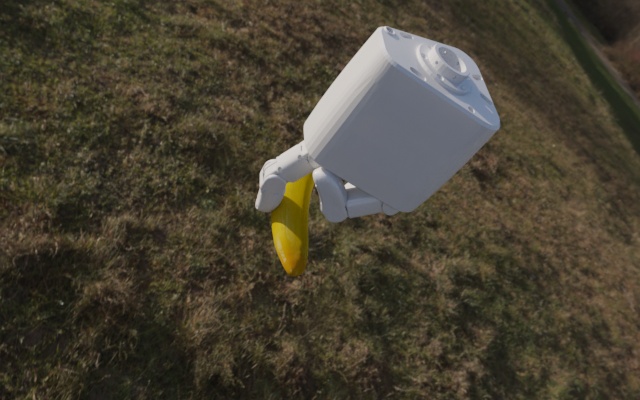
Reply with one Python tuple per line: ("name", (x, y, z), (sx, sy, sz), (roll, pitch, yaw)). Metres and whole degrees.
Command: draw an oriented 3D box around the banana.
("banana", (-0.014, -0.011, 0.492), (0.069, 0.197, 0.037), (35, -47, -7))
